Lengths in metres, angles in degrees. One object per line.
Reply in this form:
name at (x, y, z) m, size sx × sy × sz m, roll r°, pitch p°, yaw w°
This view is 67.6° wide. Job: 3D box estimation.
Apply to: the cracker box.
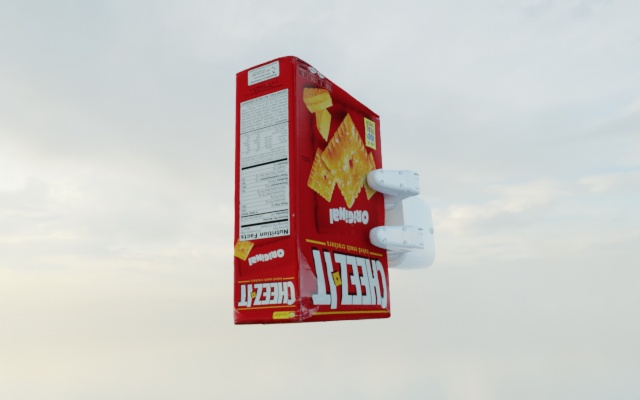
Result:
cracker box at (0.000, 0.001, 0.437) m, size 0.072 × 0.213 × 0.164 m, roll -10°, pitch -16°, yaw 31°
